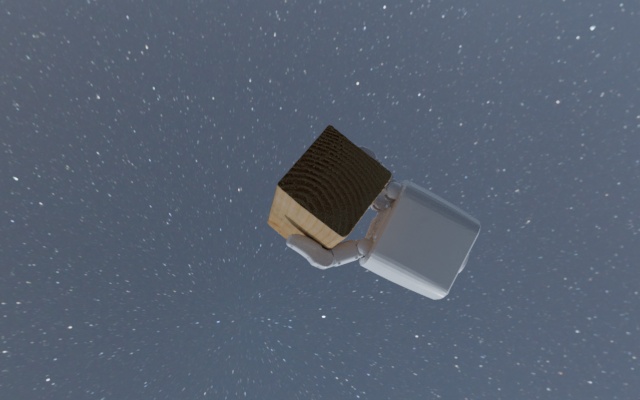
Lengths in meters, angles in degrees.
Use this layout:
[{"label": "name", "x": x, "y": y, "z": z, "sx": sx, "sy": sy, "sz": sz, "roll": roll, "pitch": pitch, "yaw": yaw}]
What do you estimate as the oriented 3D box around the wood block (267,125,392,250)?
[{"label": "wood block", "x": 0.000, "y": 0.002, "z": 0.588, "sx": 0.090, "sy": 0.091, "sz": 0.206, "roll": 38, "pitch": -16, "yaw": 1}]
